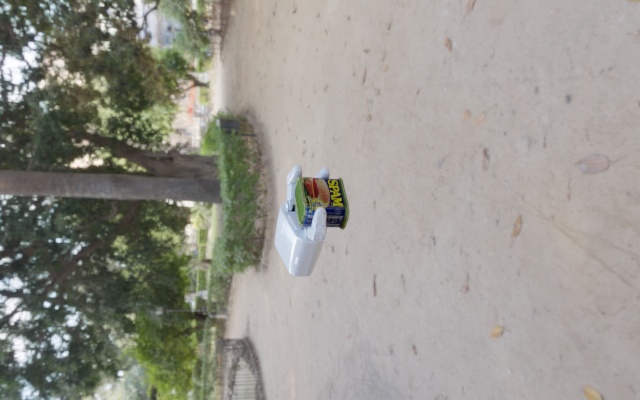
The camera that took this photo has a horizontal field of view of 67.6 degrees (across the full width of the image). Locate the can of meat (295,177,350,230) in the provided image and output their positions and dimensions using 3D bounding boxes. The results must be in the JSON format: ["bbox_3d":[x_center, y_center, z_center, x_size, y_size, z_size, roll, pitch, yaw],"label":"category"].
[{"bbox_3d":[0.000,0.003,0.878,0.084,0.102,0.057,3,-44,-15],"label":"can of meat"}]
